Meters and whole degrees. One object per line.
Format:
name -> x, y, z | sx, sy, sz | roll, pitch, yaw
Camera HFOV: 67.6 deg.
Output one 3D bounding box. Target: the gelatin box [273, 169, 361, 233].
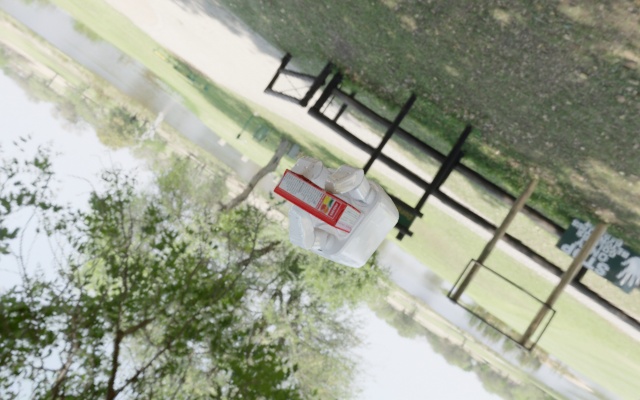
gelatin box -> 0.000, 0.002, 0.503 | 0.073, 0.030, 0.089 | 31, 1, 16
